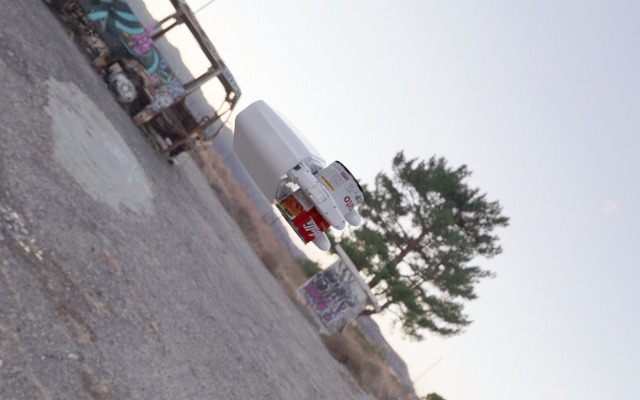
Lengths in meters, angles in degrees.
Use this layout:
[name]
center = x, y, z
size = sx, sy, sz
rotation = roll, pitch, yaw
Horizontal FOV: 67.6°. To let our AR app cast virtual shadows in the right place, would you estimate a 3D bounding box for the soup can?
[soup can]
center = 0.001, 0.002, 0.632
size = 0.102, 0.068, 0.068
rotation = -37, 5, -7
